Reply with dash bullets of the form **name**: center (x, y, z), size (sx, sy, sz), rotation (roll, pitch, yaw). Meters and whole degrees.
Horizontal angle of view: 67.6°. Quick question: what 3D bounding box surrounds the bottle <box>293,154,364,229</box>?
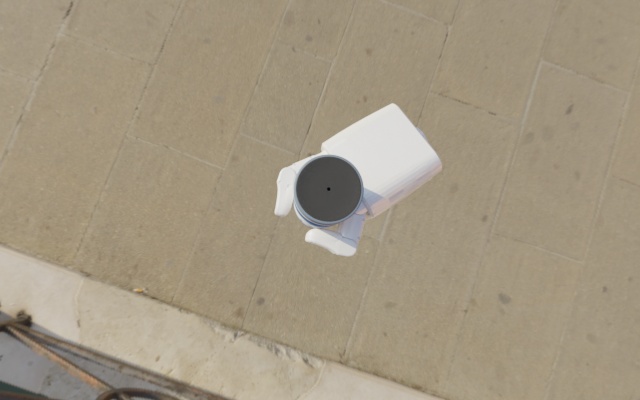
- **bottle**: center (0.000, 0.002, 0.594), size (0.069, 0.069, 0.296), rotation (0, -5, -3)
